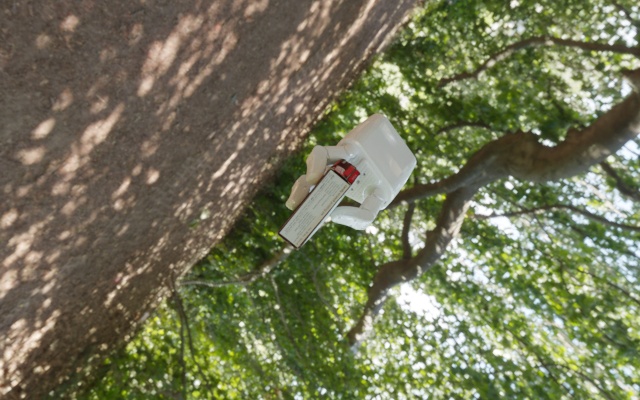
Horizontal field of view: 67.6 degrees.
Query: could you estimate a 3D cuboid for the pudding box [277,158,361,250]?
[{"bbox_3d":[0.000,0.002,0.616,0.039,0.113,0.090,38,17,3],"label":"pudding box"}]
